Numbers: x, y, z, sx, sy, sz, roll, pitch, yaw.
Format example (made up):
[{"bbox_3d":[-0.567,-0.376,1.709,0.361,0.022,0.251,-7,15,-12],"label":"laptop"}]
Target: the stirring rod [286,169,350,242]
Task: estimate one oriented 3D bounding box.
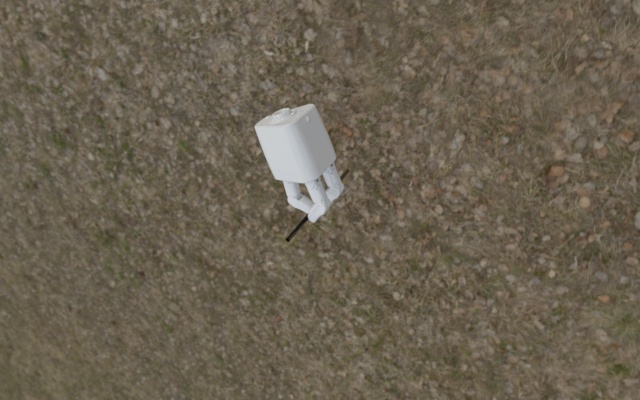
[{"bbox_3d":[0.000,0.003,0.900,0.011,0.011,0.239,0,32,34],"label":"stirring rod"}]
